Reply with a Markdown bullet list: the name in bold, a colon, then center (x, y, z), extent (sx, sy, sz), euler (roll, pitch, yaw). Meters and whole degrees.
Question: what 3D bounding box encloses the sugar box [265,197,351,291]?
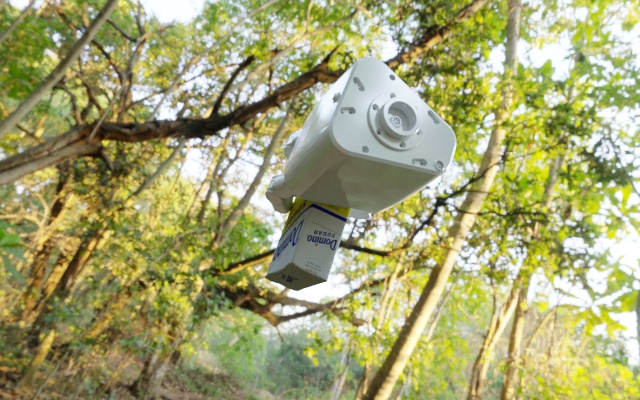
- **sugar box**: center (0.000, 0.001, 0.497), extent (0.048, 0.176, 0.093), euler (27, -24, -12)
